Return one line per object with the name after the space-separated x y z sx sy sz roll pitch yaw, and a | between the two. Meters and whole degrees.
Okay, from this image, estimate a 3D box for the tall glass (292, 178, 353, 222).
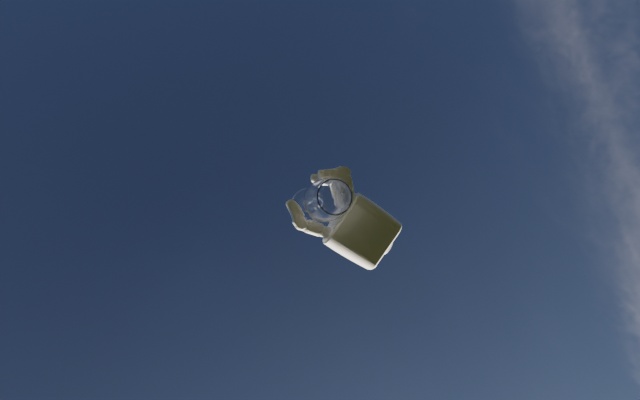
0.000 0.003 0.888 0.079 0.079 0.201 0 -5 -14 | tall glass
